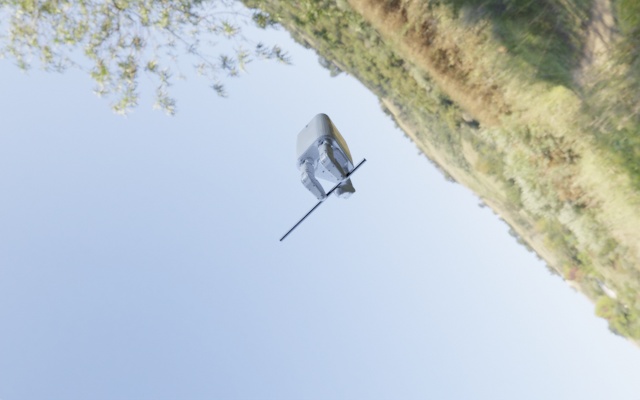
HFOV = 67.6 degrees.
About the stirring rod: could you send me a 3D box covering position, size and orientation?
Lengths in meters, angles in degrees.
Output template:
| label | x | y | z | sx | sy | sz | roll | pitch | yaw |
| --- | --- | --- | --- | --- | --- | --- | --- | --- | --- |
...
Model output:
| label | x | y | z | sx | sy | sz | roll | pitch | yaw |
| --- | --- | --- | --- | --- | --- | --- | --- | --- | --- |
| stirring rod | 0.000 | 0.003 | 0.897 | 0.239 | 0.011 | 0.011 | -44 | -22 | 24 |
